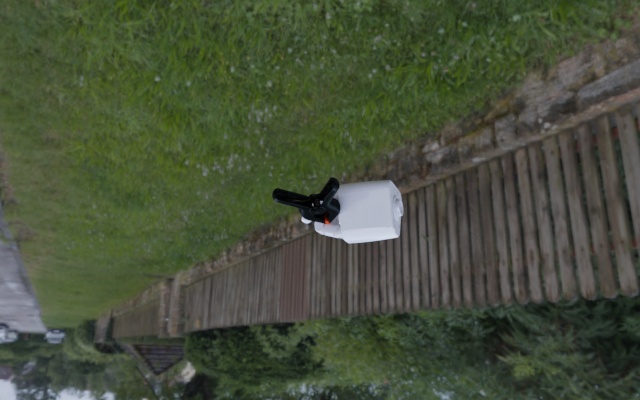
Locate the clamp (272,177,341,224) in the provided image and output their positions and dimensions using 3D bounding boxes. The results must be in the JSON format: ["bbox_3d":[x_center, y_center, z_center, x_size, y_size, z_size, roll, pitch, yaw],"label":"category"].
[{"bbox_3d":[0.000,0.004,0.887,0.120,0.039,0.171,-9,-20,22],"label":"clamp"}]
